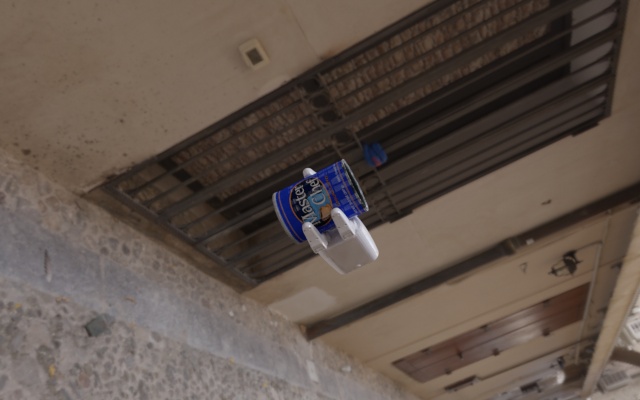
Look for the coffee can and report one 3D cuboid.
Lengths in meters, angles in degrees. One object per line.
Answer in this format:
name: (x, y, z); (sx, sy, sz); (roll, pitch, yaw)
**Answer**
coffee can: (0.000, 0.003, 0.848); (0.140, 0.103, 0.103); (-26, -5, 10)
